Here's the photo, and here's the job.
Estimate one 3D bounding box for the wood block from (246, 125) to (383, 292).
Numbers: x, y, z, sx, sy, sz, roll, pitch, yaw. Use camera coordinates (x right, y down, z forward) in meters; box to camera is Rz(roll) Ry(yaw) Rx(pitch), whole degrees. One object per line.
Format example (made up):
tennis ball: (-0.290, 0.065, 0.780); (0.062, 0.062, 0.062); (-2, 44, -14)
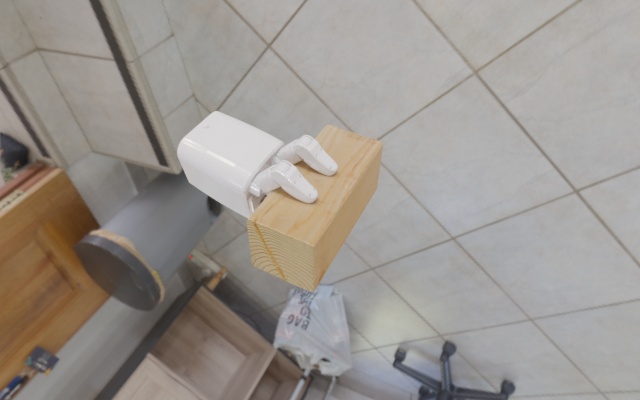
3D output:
wood block: (0.000, 0.002, 0.623); (0.090, 0.091, 0.206); (21, 49, 17)
